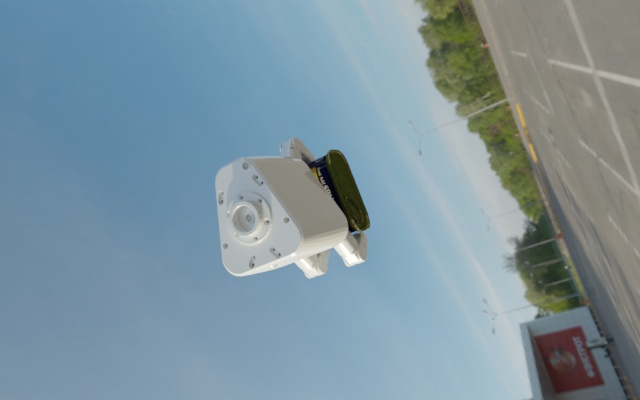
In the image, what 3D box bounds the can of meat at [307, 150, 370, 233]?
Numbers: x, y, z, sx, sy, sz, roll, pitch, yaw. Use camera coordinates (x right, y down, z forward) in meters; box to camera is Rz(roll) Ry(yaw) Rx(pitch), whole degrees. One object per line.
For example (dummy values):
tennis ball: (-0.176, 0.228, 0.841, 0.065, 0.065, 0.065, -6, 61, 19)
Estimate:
can of meat: (0.000, 0.002, 0.576, 0.084, 0.102, 0.057, -23, -4, 23)
